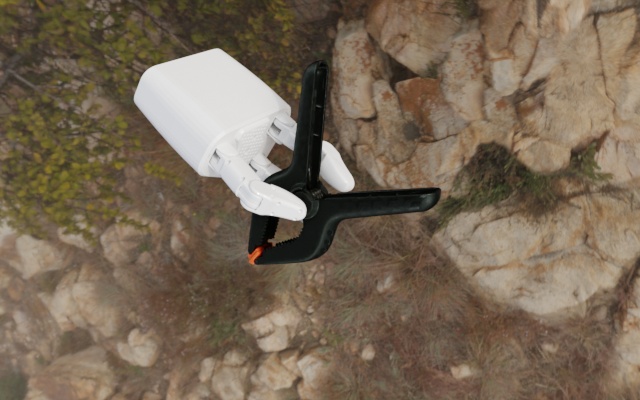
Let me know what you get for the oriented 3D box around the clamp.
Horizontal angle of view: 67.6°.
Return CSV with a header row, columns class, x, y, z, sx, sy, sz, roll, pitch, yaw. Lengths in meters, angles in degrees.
class,x,y,z,sx,sy,sz,roll,pitch,yaw
clamp,-0.001,0.002,0.451,0.164,0.210,0.036,45,31,16
